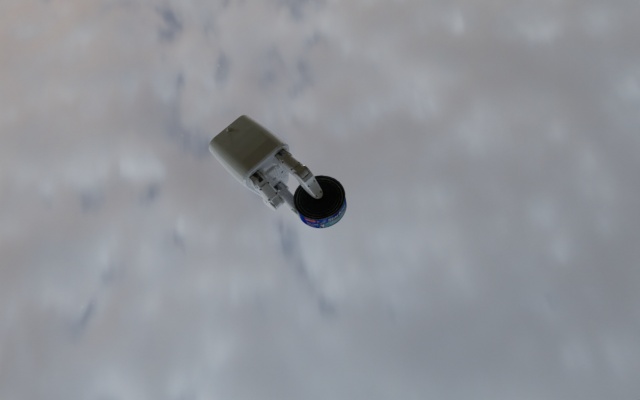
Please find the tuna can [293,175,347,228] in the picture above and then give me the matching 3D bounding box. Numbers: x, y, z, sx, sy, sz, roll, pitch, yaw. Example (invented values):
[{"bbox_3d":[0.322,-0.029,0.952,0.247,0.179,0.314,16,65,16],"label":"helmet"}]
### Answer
[{"bbox_3d":[0.000,0.003,0.788,0.086,0.086,0.034,0,-32,10],"label":"tuna can"}]
